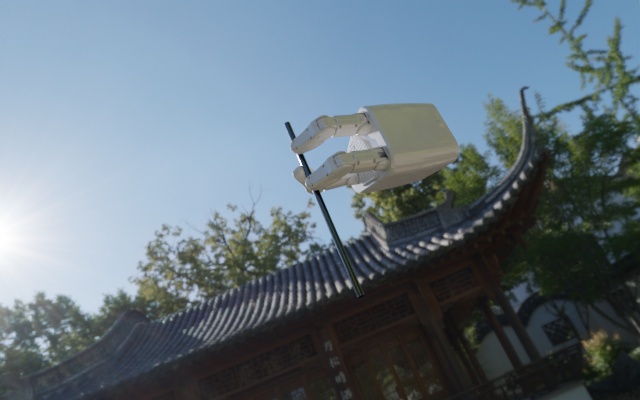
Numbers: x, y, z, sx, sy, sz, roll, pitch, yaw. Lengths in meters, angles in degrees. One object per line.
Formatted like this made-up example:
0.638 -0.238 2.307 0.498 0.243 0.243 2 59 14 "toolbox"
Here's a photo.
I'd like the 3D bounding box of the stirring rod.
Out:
0.000 0.002 0.556 0.011 0.239 0.011 -19 -26 -9 "stirring rod"
